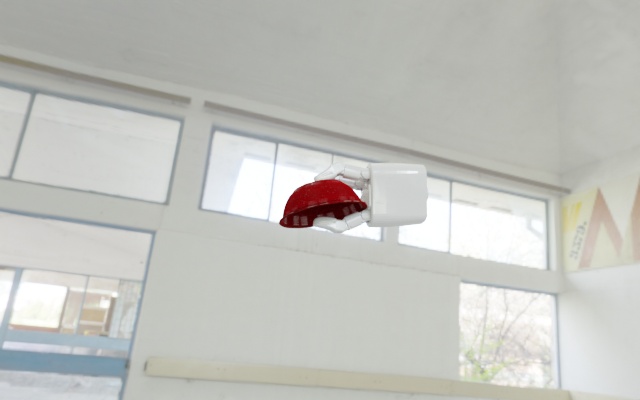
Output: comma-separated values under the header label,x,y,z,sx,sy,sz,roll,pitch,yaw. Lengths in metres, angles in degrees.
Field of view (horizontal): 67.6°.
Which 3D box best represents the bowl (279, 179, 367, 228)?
label,x,y,z,sx,sy,sz,roll,pitch,yaw
bowl,-0.001,0.002,0.859,0.162,0.055,0.162,-11,-15,-3
